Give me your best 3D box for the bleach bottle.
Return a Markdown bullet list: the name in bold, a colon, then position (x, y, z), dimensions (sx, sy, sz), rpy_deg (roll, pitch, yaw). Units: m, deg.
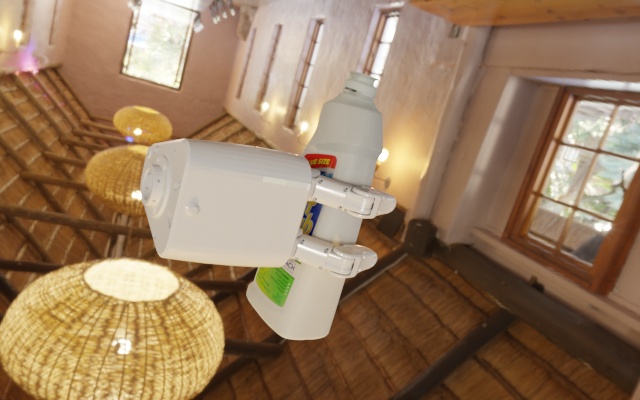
- **bleach bottle**: position (0.000, 0.002, 0.464), dimensions (0.068, 0.251, 0.102), rpy_deg (8, 15, -34)
